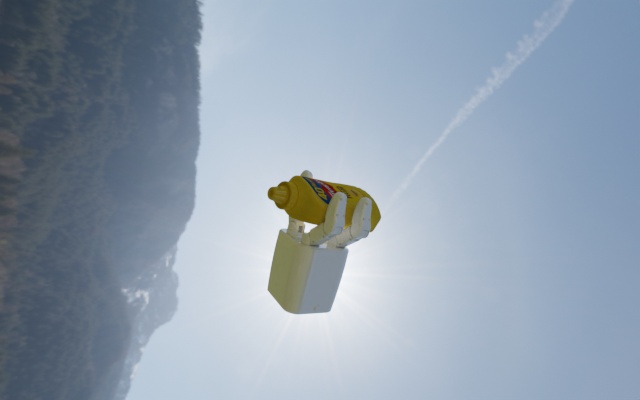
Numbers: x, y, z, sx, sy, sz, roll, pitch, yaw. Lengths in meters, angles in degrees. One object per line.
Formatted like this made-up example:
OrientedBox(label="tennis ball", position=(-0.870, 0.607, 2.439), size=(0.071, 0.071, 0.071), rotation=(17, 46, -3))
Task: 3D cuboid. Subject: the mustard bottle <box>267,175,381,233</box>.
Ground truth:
OrientedBox(label="mustard bottle", position=(0.000, 0.002, 0.725), size=(0.191, 0.058, 0.096), rotation=(9, 31, -42))
